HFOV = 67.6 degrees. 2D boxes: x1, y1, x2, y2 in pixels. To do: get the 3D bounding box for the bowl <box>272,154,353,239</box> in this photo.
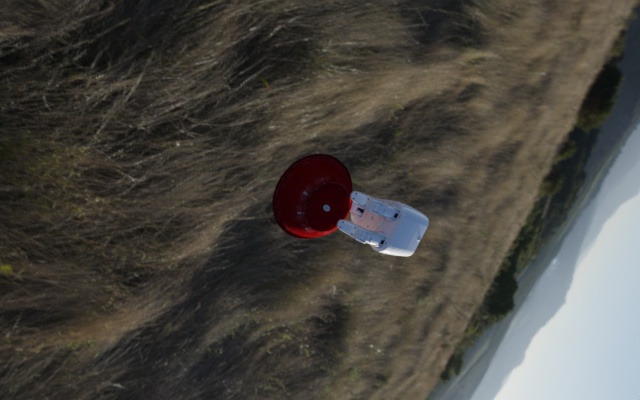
[{"bbox_3d":[-0.001,0.003,0.832,0.162,0.162,0.055,0,20,-30],"label":"bowl"}]
